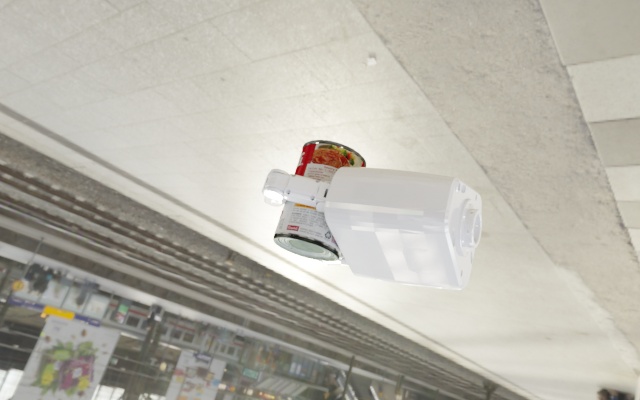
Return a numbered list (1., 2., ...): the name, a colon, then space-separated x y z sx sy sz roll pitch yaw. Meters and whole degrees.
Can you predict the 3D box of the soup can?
1. soup can: 0.000 0.002 0.468 0.068 0.102 0.068 15 -19 5
